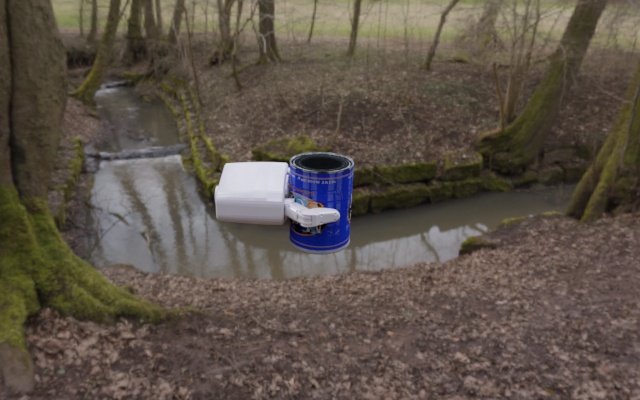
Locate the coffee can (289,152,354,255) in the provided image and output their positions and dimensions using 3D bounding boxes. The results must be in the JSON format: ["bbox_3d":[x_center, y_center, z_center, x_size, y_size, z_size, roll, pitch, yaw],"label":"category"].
[{"bbox_3d":[0.000,0.003,0.779,0.103,0.140,0.102,2,22,-1],"label":"coffee can"}]
